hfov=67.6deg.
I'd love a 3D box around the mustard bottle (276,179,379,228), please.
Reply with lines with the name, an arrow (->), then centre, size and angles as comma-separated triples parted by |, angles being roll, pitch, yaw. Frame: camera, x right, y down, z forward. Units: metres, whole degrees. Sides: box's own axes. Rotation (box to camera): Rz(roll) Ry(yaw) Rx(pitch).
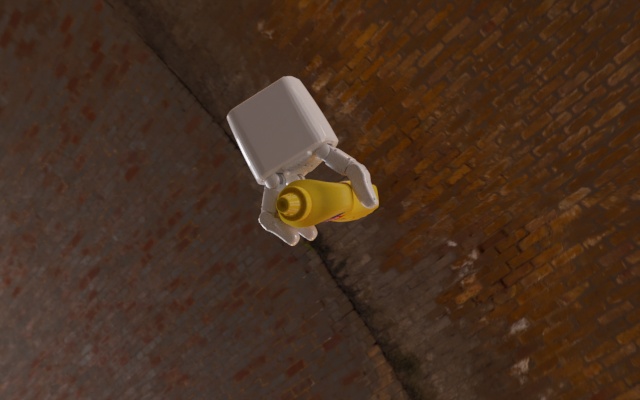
mustard bottle -> 0.000, 0.002, 0.614 | 0.096, 0.058, 0.191 | -8, -2, 26
